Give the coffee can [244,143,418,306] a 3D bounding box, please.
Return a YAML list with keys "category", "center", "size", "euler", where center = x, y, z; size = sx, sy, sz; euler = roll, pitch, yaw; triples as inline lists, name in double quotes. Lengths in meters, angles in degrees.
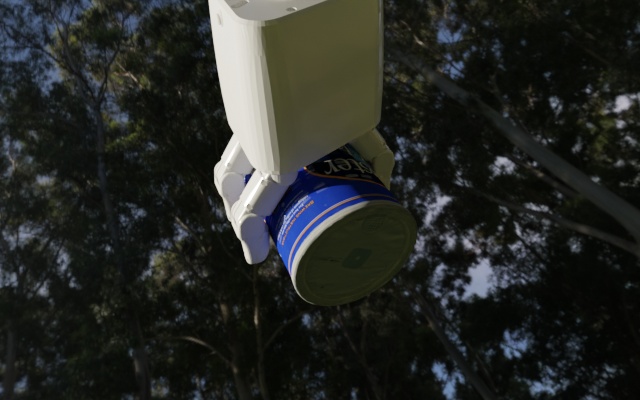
- category: "coffee can"
  center: [0.000, 0.002, 0.400]
  size: [0.103, 0.103, 0.140]
  euler: [0, 38, -31]
